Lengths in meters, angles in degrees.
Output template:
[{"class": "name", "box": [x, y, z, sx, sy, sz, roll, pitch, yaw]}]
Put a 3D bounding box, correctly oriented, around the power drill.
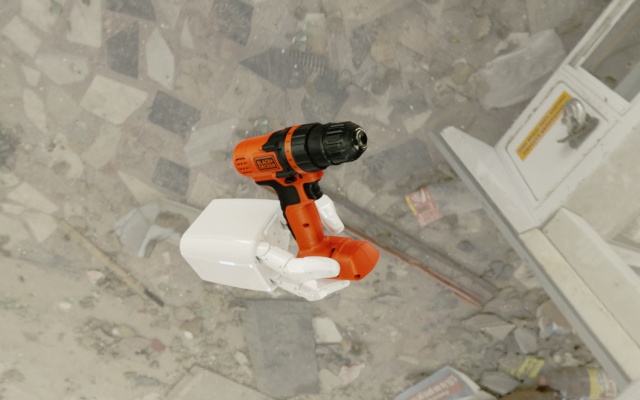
[{"class": "power drill", "box": [0.000, 0.002, 0.542, 0.184, 0.188, 0.057, -2, 30, 44]}]
